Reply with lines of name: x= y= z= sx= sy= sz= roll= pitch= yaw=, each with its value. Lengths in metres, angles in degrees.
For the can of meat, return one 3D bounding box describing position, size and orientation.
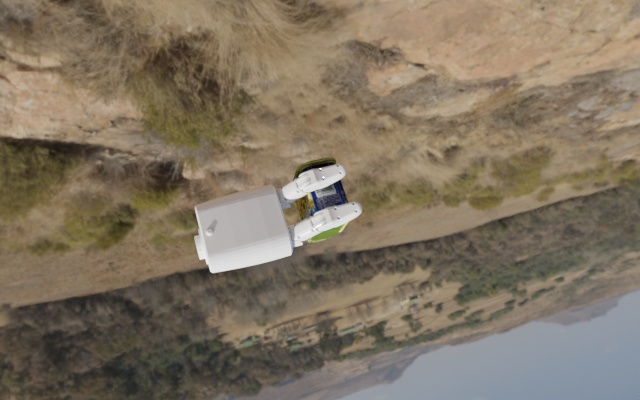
can of meat: x=0.000 y=0.002 z=0.662 sx=0.057 sy=0.084 sz=0.102 roll=-12 pitch=-21 yaw=-17
